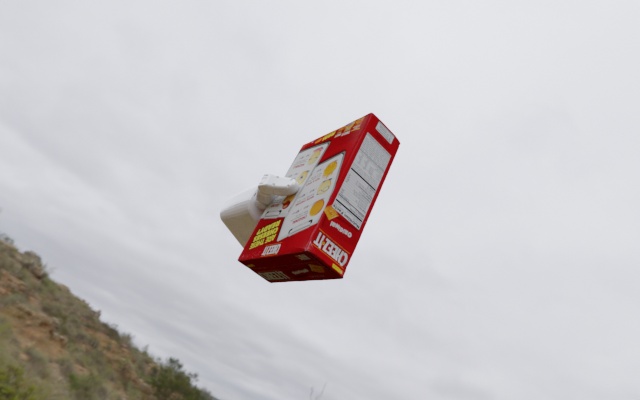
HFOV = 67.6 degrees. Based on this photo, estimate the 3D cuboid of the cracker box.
[{"bbox_3d":[0.000,0.002,0.637,0.072,0.213,0.164,39,-30,-24],"label":"cracker box"}]
